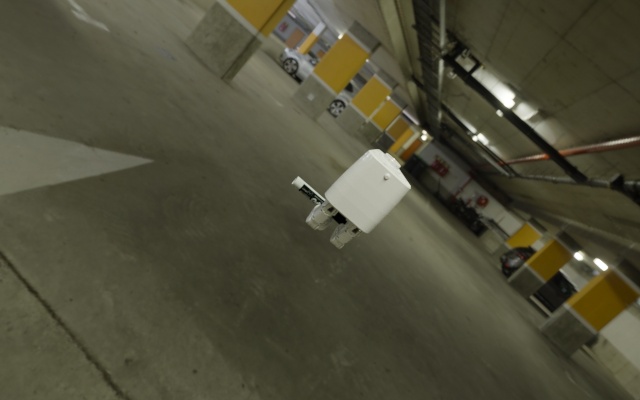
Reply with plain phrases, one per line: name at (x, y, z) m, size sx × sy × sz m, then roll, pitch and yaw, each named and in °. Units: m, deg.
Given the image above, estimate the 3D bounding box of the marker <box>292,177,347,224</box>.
marker at (0.000, 0.003, 0.853) m, size 0.121 × 0.020 × 0.020 m, roll 40°, pitch -9°, yaw -11°
